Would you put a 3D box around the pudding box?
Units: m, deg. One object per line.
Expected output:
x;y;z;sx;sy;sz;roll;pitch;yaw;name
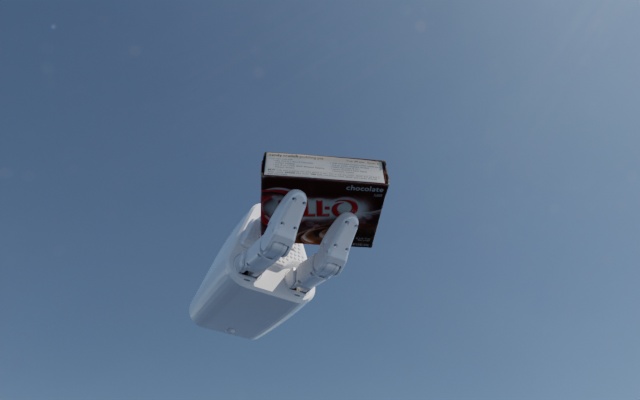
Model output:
0.000;0.001;0.448;0.113;0.039;0.090;2;-42;-5;pudding box
